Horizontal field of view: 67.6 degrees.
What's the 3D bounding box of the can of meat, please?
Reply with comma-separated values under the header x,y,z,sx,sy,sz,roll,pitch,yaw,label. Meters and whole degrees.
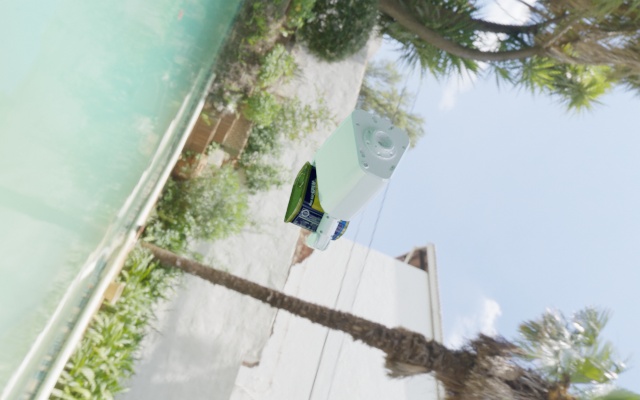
x,y,z,sx,sy,sz,roll,pitch,yaw,label
0.000,0.003,0.721,0.084,0.102,0.057,24,-42,-15,can of meat
